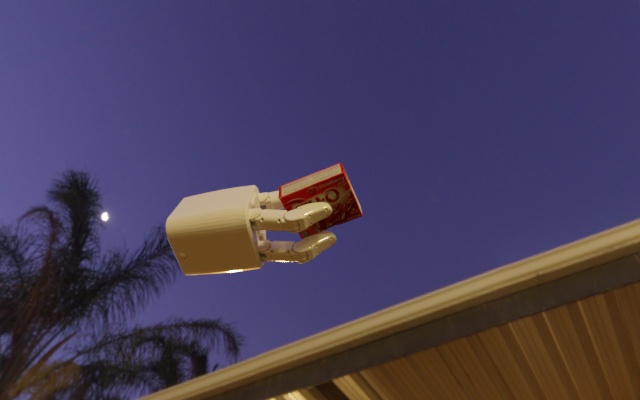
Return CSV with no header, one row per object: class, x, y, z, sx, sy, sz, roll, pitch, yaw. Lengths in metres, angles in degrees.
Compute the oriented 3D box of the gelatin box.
gelatin box,0.000,0.002,0.612,0.089,0.073,0.030,-21,33,7
